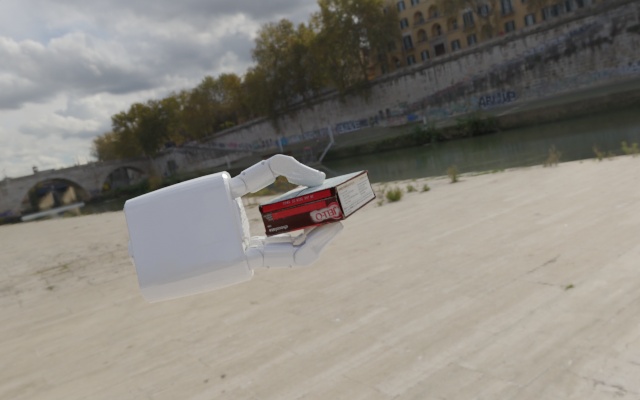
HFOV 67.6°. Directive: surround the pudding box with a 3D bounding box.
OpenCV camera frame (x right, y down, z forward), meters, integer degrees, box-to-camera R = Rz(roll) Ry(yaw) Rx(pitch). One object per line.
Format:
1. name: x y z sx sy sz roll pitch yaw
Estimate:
1. pudding box: 0.000 0.002 0.513 0.090 0.039 0.113 -13 8 24
